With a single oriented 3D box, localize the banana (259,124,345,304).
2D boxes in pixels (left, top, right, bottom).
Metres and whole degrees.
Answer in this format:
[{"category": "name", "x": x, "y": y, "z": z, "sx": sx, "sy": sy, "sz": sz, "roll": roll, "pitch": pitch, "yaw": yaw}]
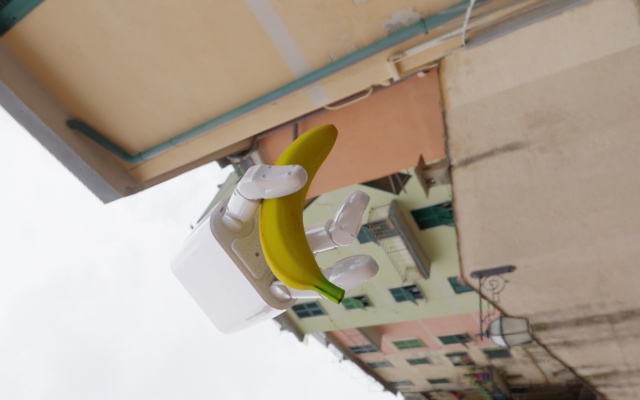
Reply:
[{"category": "banana", "x": -0.018, "y": 0.001, "z": 0.420, "sx": 0.069, "sy": 0.197, "sz": 0.037, "roll": 10, "pitch": -39, "yaw": -13}]
